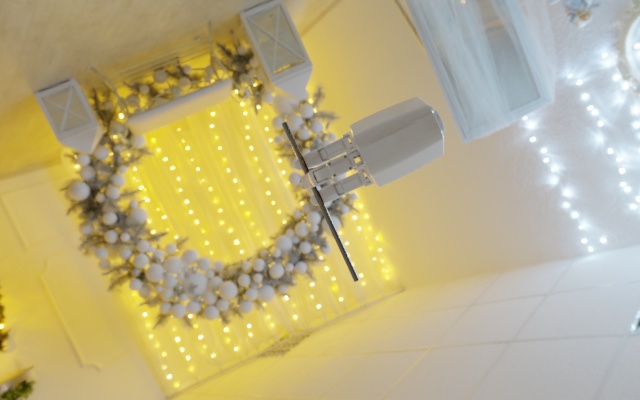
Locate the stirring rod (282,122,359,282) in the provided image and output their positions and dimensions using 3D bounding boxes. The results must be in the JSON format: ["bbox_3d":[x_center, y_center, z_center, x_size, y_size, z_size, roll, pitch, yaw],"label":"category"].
[{"bbox_3d":[0.000,0.002,0.660,0.011,0.239,0.011,-25,1,1],"label":"stirring rod"}]
